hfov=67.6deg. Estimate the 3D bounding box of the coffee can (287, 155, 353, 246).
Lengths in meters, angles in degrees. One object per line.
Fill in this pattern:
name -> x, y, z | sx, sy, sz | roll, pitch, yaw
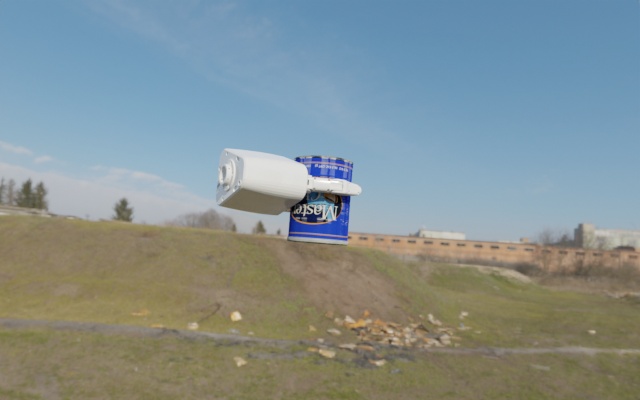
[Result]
coffee can -> 0.000, 0.003, 0.809 | 0.103, 0.140, 0.103 | 4, -6, 0
